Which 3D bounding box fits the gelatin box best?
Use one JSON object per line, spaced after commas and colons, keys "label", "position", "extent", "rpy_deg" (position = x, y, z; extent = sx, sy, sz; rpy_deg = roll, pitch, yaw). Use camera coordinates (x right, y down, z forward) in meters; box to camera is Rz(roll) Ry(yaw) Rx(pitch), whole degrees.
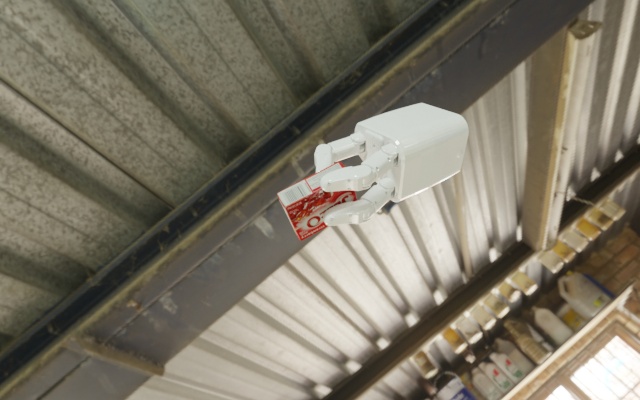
{"label": "gelatin box", "position": [0.000, 0.002, 0.590], "extent": [0.089, 0.030, 0.073], "rpy_deg": [-27, -39, -6]}
